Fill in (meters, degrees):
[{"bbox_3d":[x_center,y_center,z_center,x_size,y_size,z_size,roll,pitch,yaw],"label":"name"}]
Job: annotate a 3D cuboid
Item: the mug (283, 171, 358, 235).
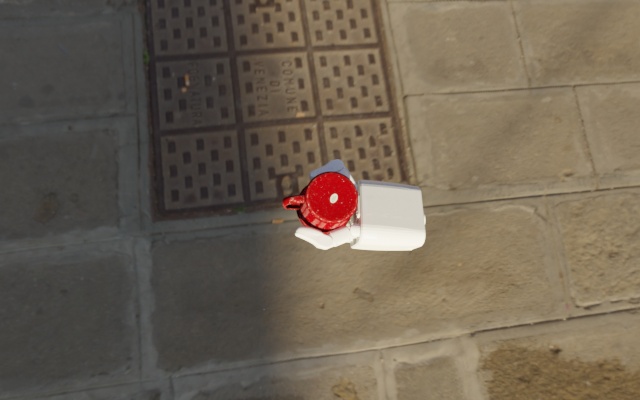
[{"bbox_3d":[-0.001,0.002,0.742,0.117,0.093,0.081,3,-13,-8],"label":"mug"}]
